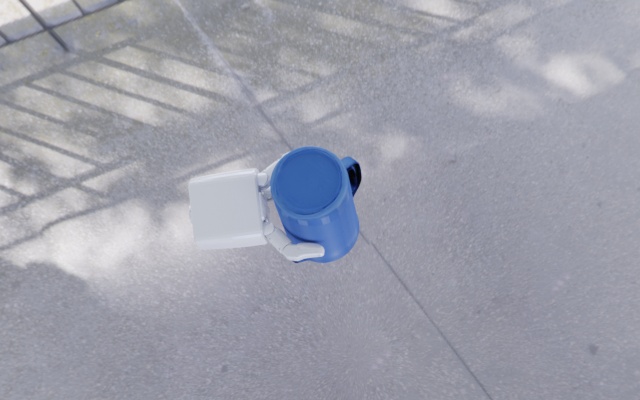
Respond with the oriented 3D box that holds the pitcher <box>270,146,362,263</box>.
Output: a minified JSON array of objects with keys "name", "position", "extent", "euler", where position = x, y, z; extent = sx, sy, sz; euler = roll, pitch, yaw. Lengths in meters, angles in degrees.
[{"name":"pitcher","position":[0.000,0.003,0.753],"extent":[0.145,0.149,0.243],"euler":[-6,-19,3]}]
